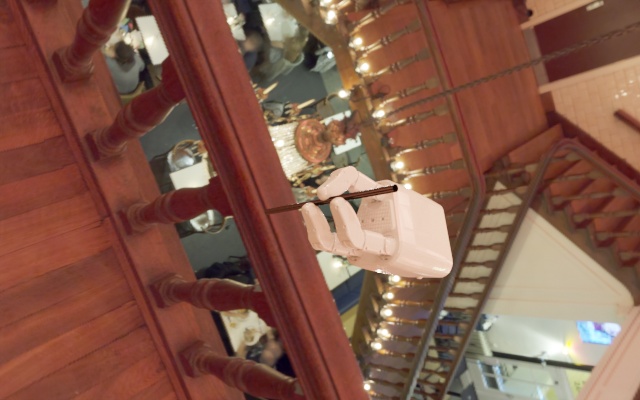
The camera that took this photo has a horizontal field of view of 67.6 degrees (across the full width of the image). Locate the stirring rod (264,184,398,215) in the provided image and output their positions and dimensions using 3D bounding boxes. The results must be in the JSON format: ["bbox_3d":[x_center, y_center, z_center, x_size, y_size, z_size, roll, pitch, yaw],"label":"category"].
[{"bbox_3d":[0.000,0.002,0.565,0.011,0.011,0.239,0,-7,-38],"label":"stirring rod"}]
